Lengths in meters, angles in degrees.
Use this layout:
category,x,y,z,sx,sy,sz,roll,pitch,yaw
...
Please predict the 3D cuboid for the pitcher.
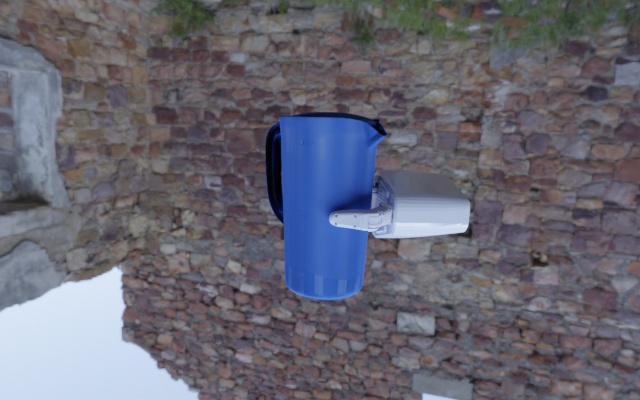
category,x,y,z,sx,sy,sz,roll,pitch,yaw
pitcher,0.000,0.002,0.653,0.145,0.243,0.149,0,10,-11
